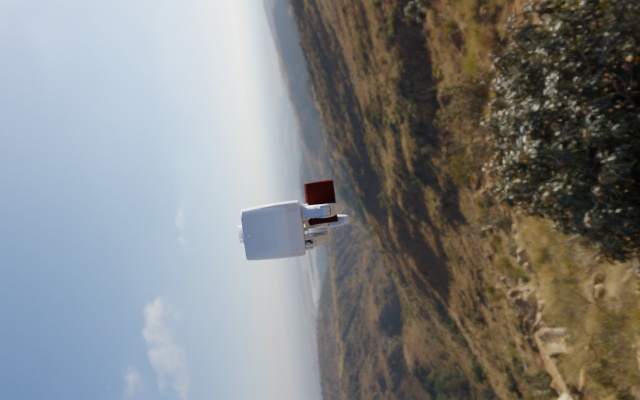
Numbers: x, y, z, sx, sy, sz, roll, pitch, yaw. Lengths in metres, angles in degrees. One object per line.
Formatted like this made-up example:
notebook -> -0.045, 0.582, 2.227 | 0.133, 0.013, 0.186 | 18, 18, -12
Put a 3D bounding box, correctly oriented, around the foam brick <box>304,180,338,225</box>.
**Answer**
foam brick -> 0.000, 0.003, 0.880 | 0.051, 0.078, 0.053 | -7, 2, -5
